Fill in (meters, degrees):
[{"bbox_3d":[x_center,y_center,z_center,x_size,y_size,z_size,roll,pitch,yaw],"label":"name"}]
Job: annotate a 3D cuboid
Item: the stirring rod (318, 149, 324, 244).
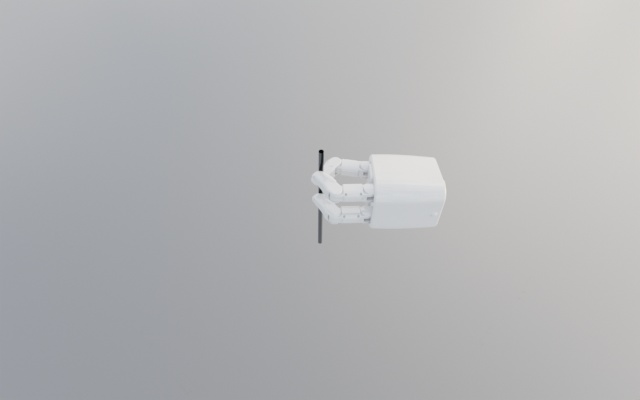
[{"bbox_3d":[0.000,0.003,0.791,0.011,0.011,0.240,0,-38,-1],"label":"stirring rod"}]
